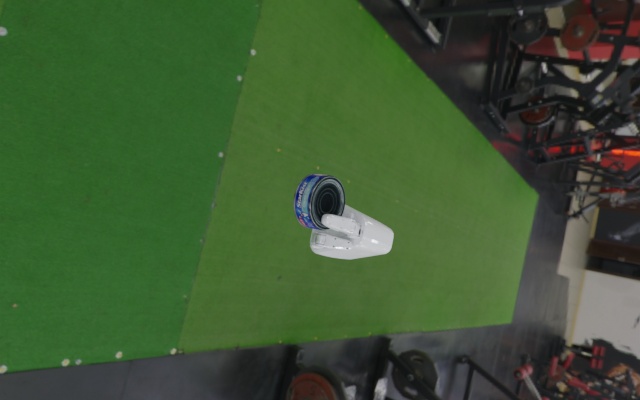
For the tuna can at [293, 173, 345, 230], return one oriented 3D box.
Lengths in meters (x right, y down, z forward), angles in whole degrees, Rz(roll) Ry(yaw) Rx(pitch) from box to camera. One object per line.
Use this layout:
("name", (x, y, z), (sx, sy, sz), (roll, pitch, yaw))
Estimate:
("tuna can", (0.001, 0.002, 0.732), (0.034, 0.086, 0.086), (9, 6, 41))
